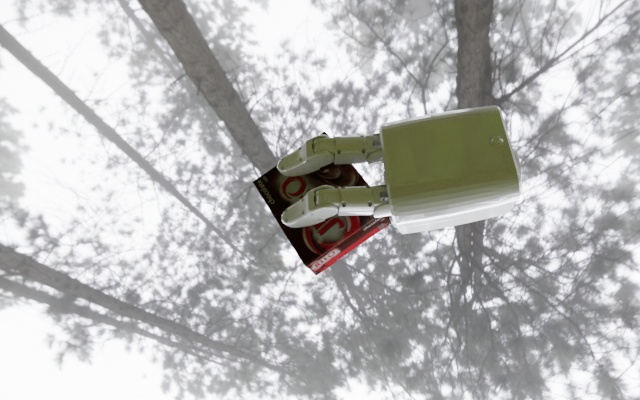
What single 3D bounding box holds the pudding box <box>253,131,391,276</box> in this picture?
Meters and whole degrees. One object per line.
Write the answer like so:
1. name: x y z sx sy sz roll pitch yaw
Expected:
1. pudding box: 0.000 0.002 0.462 0.090 0.113 0.039 -35 -32 -2
